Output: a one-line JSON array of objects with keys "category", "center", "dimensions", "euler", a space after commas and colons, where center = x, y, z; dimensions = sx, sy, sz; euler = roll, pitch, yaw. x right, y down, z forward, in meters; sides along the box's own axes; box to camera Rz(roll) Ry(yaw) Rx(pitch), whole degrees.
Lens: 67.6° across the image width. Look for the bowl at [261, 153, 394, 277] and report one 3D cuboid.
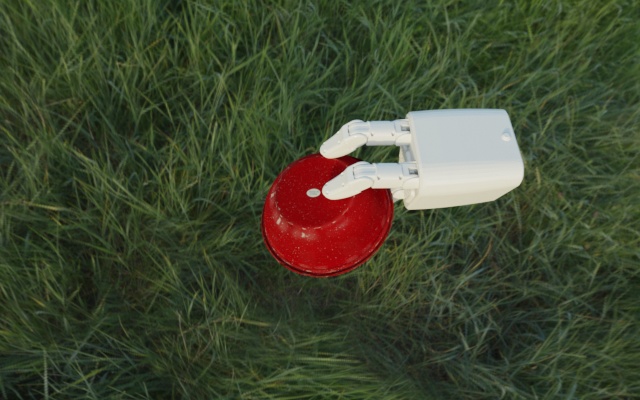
[{"category": "bowl", "center": [-0.001, 0.002, 0.544], "dimensions": [0.162, 0.162, 0.055], "euler": [0, -27, 16]}]
